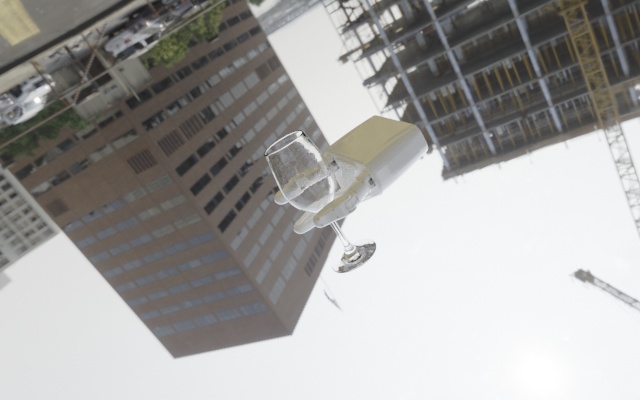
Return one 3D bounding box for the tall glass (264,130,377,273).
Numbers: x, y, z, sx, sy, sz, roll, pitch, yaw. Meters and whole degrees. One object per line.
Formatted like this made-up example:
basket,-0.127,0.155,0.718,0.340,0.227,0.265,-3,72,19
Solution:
tall glass,0.000,0.003,0.667,0.079,0.201,0.079,-28,20,11
